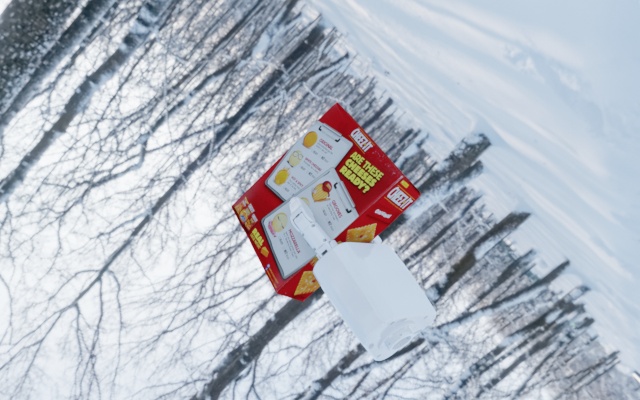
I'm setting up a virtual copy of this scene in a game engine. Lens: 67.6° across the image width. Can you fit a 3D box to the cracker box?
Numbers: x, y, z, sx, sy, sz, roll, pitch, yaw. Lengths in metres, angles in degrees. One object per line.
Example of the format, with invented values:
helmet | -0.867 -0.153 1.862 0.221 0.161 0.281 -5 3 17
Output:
cracker box | 0.000 0.002 0.638 0.072 0.214 0.164 33 18 -51
